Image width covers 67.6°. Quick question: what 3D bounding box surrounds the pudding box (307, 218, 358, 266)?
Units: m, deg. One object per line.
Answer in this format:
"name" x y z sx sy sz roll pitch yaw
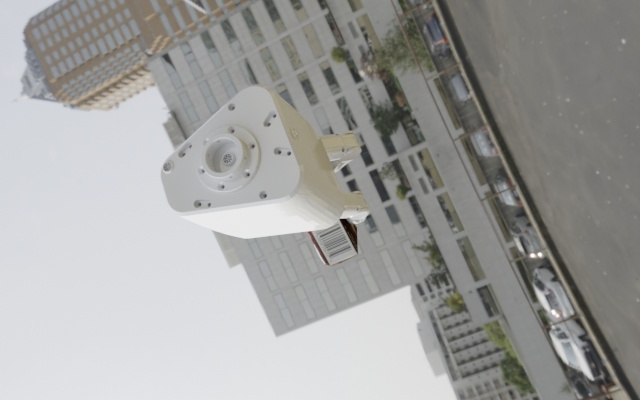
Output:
"pudding box" 0.000 0.002 0.503 0.039 0.113 0.090 -24 12 10
